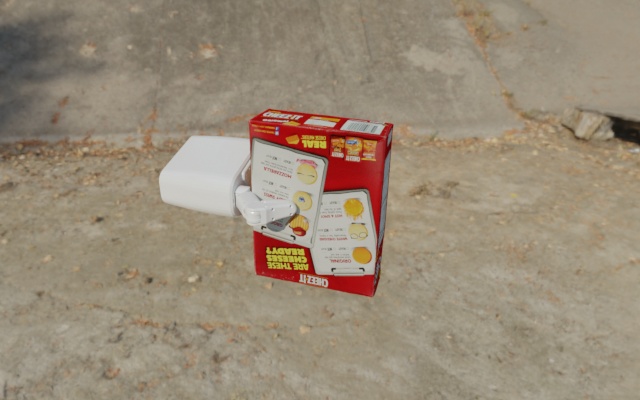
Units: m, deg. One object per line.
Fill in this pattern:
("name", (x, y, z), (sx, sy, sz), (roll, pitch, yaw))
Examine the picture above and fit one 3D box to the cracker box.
("cracker box", (0.000, 0.002, 0.599), (0.164, 0.214, 0.072), (9, 27, 15))
